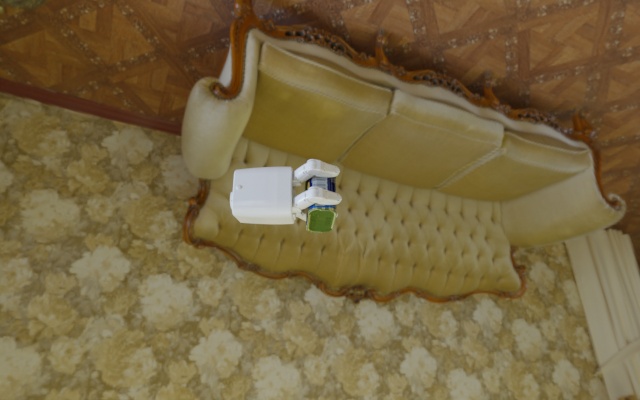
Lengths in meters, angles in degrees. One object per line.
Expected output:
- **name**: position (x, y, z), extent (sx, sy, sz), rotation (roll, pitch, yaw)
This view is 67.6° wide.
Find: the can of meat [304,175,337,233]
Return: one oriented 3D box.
- **can of meat**: position (0.000, 0.003, 0.884), extent (0.057, 0.084, 0.102), rotation (1, -28, -4)
